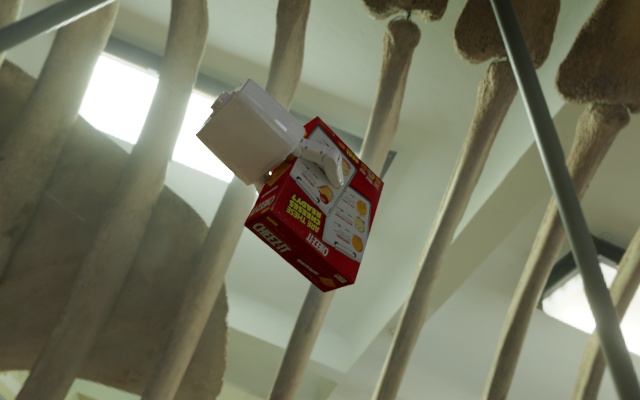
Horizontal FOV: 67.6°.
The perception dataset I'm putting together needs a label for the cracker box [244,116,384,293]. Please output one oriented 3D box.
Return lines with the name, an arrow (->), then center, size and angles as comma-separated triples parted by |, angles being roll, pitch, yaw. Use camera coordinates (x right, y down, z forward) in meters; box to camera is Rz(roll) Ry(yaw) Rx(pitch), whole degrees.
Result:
cracker box -> 0.000, 0.002, 0.714 | 0.164, 0.213, 0.072 | 43, -46, -21
